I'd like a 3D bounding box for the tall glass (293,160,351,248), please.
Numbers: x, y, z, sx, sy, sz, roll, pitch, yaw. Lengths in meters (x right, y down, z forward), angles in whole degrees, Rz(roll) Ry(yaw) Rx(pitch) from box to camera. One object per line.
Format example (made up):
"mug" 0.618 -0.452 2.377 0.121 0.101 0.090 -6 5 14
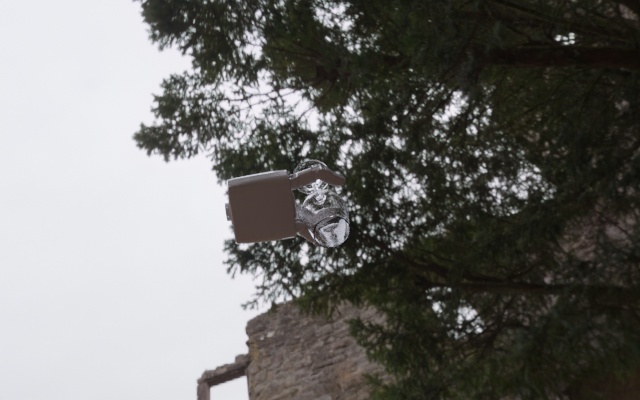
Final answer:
"tall glass" 0.000 0.002 0.847 0.079 0.079 0.201 0 29 -13
